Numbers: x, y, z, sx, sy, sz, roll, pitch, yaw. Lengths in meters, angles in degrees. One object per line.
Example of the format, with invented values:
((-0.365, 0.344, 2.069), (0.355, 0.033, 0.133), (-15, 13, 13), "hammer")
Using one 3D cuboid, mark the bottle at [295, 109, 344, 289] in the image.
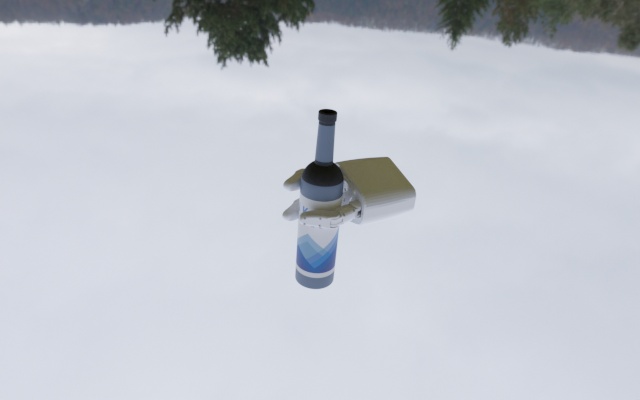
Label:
((0.000, 0.003, 0.749), (0.069, 0.296, 0.069), (4, 28, -2), "bottle")
